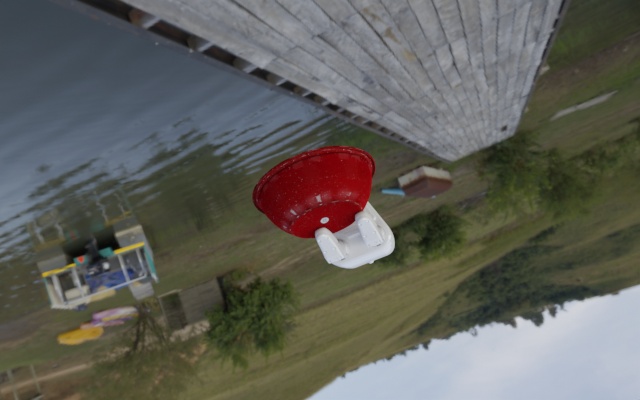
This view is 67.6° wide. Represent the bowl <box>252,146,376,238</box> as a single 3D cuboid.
[{"bbox_3d":[0.000,0.002,0.592,0.162,0.055,0.162,-14,-27,-8],"label":"bowl"}]
